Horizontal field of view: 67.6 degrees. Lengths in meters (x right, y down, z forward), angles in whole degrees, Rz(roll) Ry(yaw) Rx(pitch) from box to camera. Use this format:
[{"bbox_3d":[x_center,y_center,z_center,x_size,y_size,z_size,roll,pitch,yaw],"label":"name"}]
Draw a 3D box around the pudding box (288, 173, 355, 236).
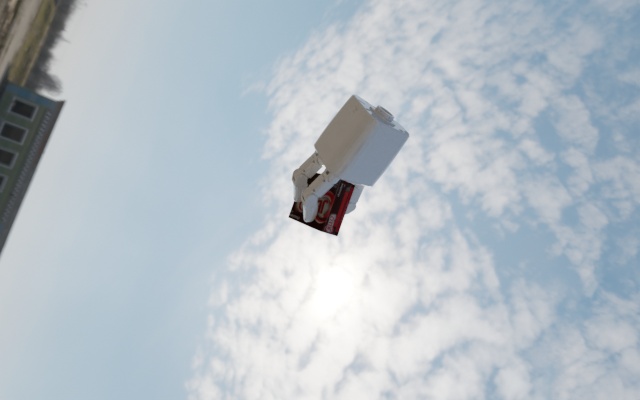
[{"bbox_3d":[0.000,0.003,0.800,0.039,0.090,0.113,21,-2,-33],"label":"pudding box"}]
